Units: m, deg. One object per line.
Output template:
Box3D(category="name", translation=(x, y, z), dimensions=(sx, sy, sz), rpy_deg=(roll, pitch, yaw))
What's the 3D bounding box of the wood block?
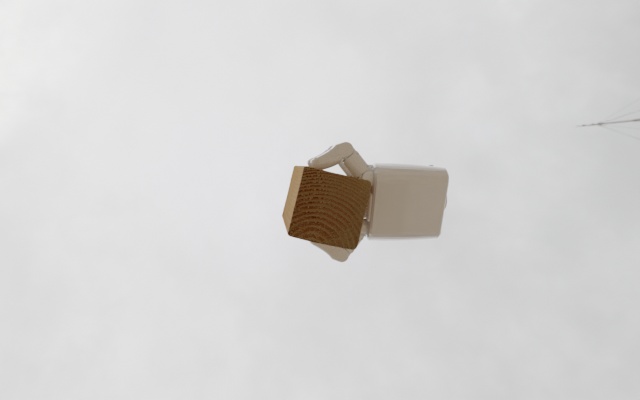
Box3D(category="wood block", translation=(0.000, 0.003, 0.686), dimensions=(0.090, 0.091, 0.206), rpy_deg=(13, 3, -7))
